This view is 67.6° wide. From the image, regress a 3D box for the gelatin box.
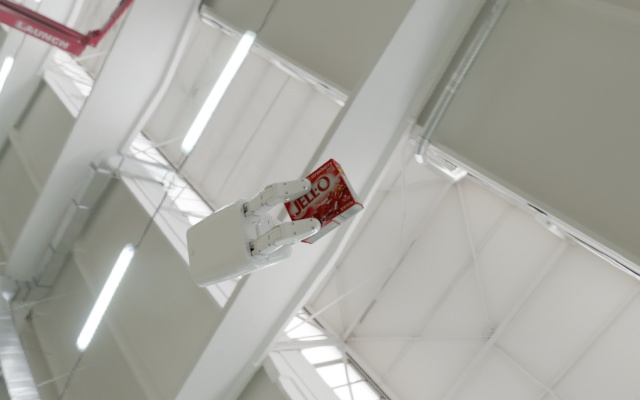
[{"bbox_3d":[0.001,0.002,0.608,0.089,0.073,0.030,-35,-29,17],"label":"gelatin box"}]
